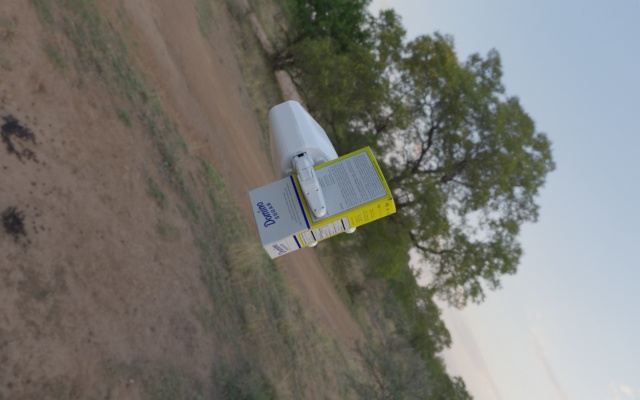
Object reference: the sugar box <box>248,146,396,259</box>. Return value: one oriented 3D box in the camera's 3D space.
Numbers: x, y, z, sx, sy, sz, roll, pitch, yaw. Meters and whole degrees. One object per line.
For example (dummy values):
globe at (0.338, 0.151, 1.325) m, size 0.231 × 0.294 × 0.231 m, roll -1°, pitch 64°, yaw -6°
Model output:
sugar box at (0.000, 0.002, 0.631) m, size 0.176 × 0.093 × 0.048 m, roll -21°, pitch -35°, yaw 3°
